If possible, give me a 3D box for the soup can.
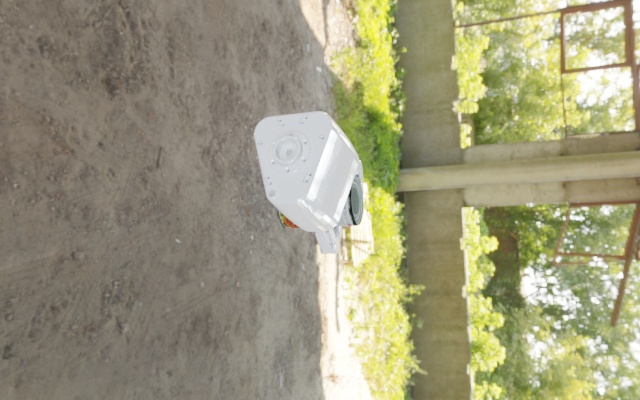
[{"bbox_3d":[0.001,0.002,0.632,0.102,0.068,0.068,-3,-1,18],"label":"soup can"}]
